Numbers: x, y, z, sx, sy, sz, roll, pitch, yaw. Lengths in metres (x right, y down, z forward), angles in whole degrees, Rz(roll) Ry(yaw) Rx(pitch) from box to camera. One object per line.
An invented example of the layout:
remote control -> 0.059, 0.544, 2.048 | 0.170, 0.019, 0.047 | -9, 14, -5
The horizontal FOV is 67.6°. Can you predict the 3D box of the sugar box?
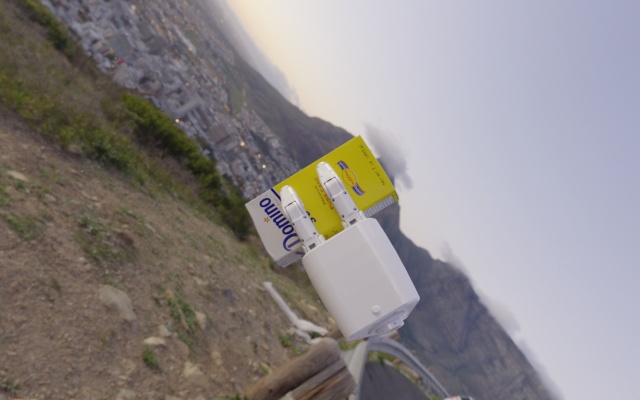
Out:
sugar box -> 0.000, 0.002, 0.612 | 0.176, 0.093, 0.048 | -31, -22, 2
